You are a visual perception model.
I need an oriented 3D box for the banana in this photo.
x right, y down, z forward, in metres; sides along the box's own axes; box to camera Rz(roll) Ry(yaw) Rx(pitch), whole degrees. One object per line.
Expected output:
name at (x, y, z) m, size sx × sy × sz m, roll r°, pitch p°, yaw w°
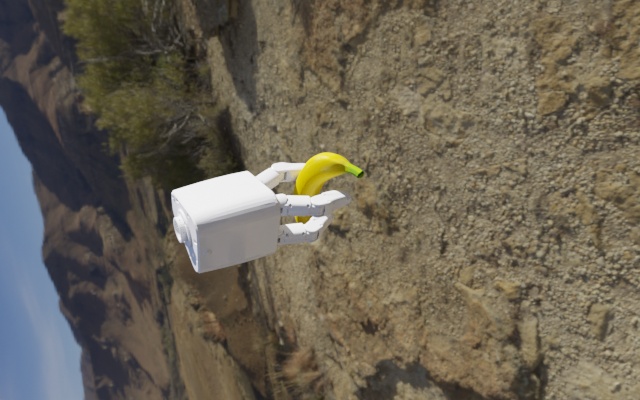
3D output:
banana at (-0.007, -0.015, 0.678) m, size 0.037 × 0.069 × 0.198 m, roll -21°, pitch -15°, yaw -30°
